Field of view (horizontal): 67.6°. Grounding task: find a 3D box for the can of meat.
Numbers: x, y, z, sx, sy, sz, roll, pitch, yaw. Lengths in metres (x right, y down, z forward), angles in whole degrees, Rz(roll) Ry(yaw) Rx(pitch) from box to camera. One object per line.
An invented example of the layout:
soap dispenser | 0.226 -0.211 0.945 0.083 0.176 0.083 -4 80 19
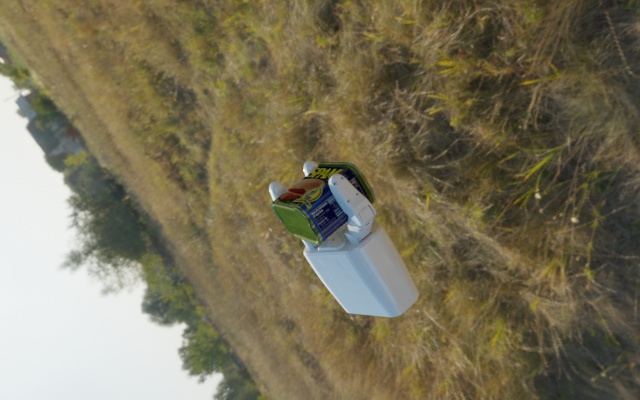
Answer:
can of meat | 0.000 0.002 0.555 0.084 0.057 0.102 -39 20 -19
